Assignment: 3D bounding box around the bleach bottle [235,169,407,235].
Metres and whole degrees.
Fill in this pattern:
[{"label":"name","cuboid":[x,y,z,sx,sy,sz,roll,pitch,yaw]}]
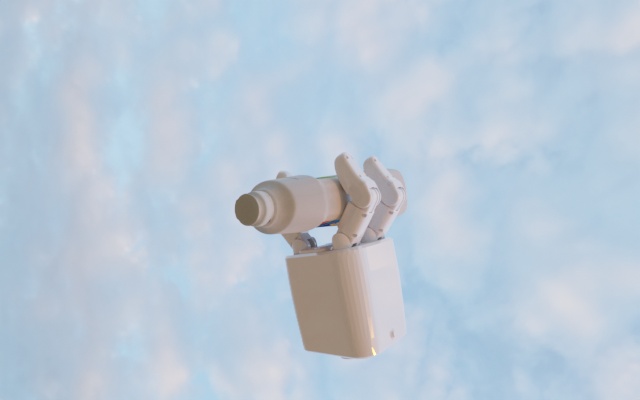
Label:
[{"label":"bleach bottle","cuboid":[0.000,0.002,0.513,0.102,0.068,0.251,-11,-2,34]}]
